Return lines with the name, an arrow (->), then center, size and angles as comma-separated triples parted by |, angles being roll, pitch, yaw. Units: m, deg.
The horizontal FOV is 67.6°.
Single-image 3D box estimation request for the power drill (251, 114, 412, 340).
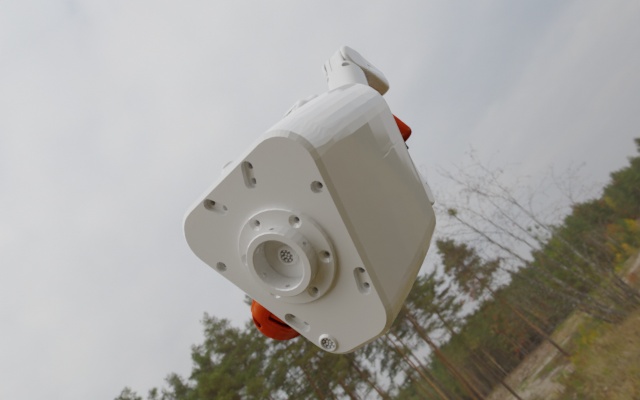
power drill -> 0.000, 0.001, 0.408 | 0.057, 0.188, 0.184 | 23, 15, -11
